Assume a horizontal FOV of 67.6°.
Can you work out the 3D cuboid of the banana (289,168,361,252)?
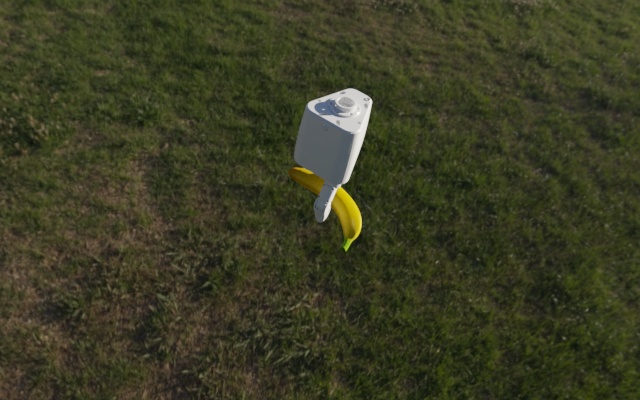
[{"bbox_3d":[0.018,0.000,0.851,0.069,0.197,0.037,-19,-35,-27],"label":"banana"}]
